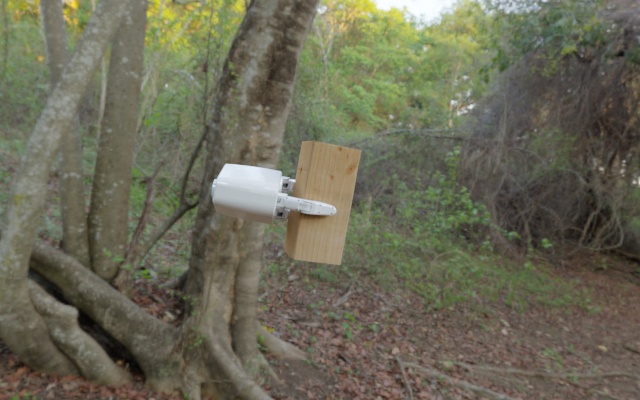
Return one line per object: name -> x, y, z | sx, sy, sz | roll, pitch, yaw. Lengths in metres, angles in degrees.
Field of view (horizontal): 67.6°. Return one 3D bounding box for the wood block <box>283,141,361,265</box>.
wood block -> 0.000, 0.003, 0.861 | 0.090, 0.206, 0.091 | 9, 3, -16
